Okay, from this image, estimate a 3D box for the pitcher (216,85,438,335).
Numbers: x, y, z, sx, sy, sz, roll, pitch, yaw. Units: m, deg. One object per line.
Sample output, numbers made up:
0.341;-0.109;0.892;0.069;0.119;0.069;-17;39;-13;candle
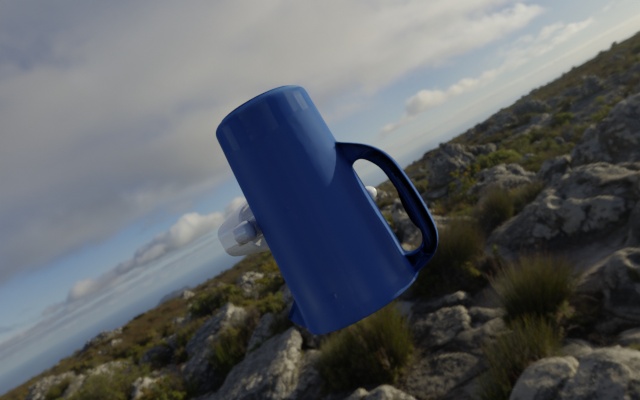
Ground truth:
0.000;0.002;0.507;0.149;0.243;0.145;-29;1;-29;pitcher
